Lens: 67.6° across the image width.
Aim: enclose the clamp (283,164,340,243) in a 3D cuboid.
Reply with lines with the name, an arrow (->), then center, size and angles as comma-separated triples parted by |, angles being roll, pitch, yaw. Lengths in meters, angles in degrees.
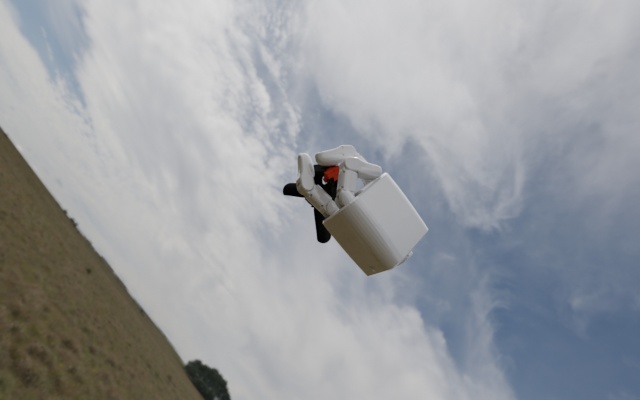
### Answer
clamp -> 0.001, 0.002, 0.752 | 0.039, 0.120, 0.171 | -38, 0, -25
